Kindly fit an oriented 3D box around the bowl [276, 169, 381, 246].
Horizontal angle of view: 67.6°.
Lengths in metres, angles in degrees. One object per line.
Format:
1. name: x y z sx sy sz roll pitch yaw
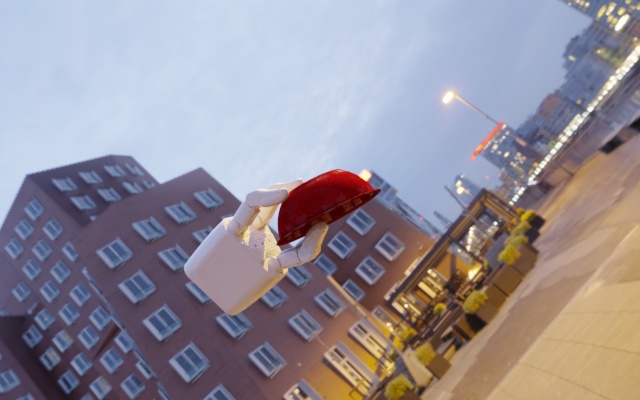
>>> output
1. bowl: 0.001 0.001 0.659 0.162 0.055 0.162 -27 -8 -4
